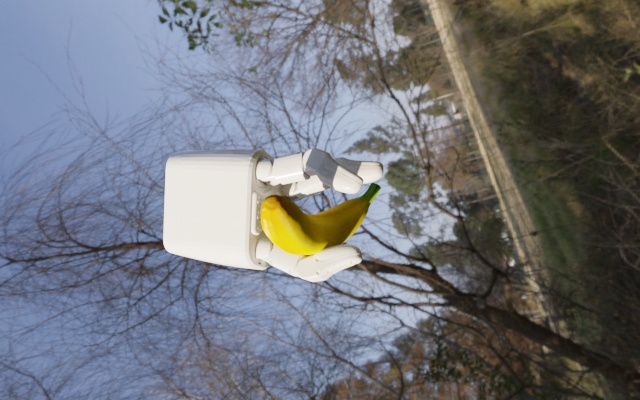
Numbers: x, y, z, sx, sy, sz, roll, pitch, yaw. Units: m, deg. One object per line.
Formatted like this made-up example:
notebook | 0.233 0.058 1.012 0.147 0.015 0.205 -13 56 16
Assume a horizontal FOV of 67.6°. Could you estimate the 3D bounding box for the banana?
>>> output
banana | -0.003 0.019 0.440 0.037 0.070 0.198 22 16 24
